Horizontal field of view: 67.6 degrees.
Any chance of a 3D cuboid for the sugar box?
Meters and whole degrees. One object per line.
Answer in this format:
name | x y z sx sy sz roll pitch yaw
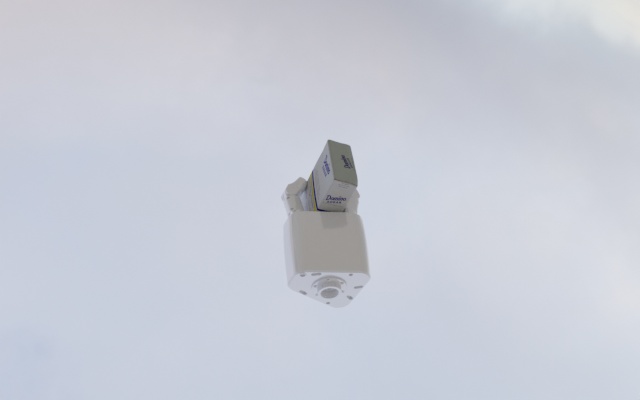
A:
sugar box | 0.001 0.003 0.744 0.048 0.093 0.176 15 -48 -21
